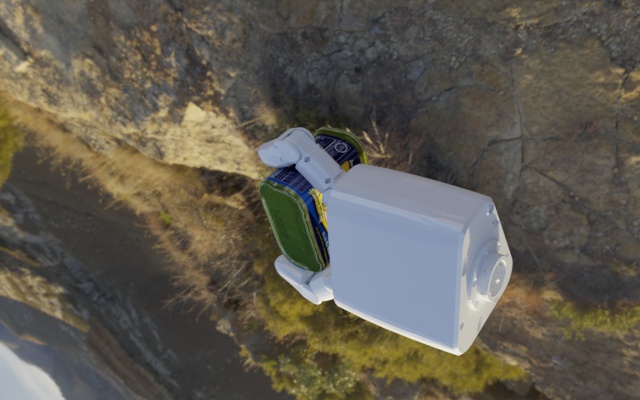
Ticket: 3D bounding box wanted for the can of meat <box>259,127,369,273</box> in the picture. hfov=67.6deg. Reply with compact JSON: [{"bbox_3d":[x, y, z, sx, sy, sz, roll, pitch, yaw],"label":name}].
[{"bbox_3d":[0.000,0.001,0.420,0.057,0.102,0.084,19,50,37],"label":"can of meat"}]
